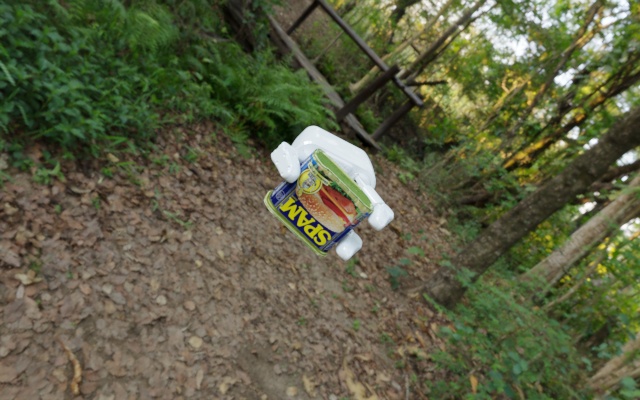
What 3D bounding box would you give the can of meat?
[{"bbox_3d":[0.000,0.002,0.563,0.084,0.102,0.057,-43,11,16],"label":"can of meat"}]
